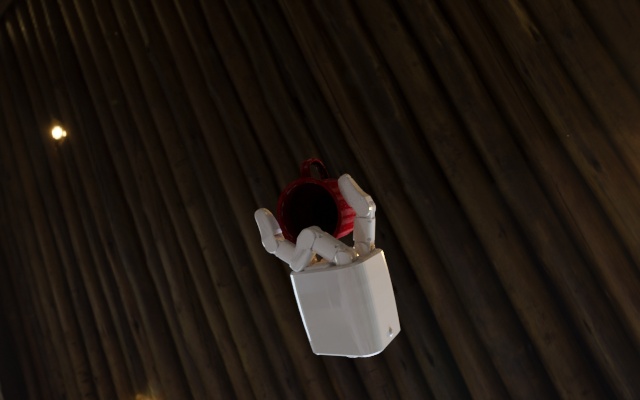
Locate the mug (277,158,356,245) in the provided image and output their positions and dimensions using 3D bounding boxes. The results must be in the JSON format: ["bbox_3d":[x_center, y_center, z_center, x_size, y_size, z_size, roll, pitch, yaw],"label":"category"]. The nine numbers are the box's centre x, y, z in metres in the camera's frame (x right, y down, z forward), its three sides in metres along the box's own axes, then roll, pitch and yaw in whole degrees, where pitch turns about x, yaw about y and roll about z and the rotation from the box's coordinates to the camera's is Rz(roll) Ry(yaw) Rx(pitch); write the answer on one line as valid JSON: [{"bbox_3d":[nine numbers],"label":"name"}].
[{"bbox_3d":[0.000,0.001,0.629,0.093,0.117,0.081,-15,-1,28],"label":"mug"}]
